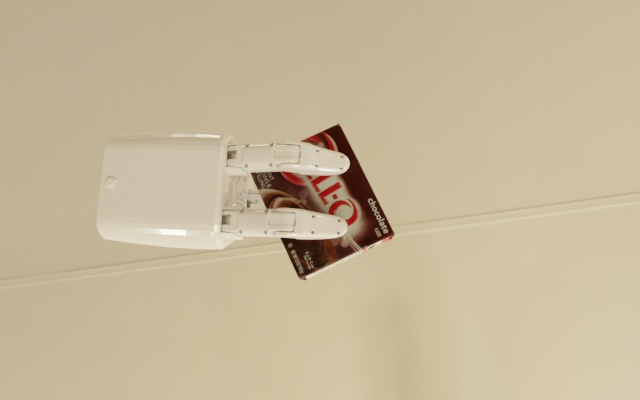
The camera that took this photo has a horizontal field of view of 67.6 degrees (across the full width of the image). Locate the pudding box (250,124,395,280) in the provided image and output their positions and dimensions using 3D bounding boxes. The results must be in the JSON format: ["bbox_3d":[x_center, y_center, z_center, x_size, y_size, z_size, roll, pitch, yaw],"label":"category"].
[{"bbox_3d":[0.000,0.001,0.423,0.090,0.113,0.039,-25,-10,-2],"label":"pudding box"}]
